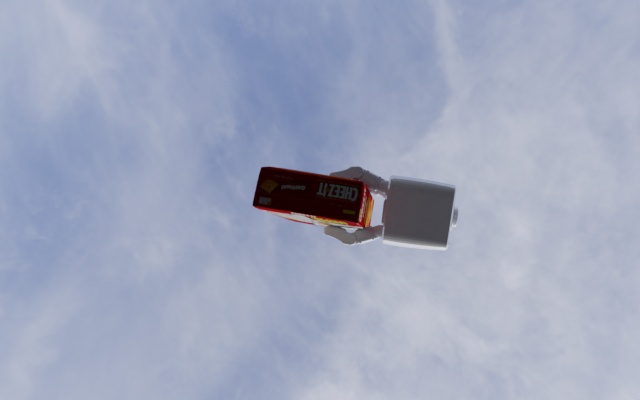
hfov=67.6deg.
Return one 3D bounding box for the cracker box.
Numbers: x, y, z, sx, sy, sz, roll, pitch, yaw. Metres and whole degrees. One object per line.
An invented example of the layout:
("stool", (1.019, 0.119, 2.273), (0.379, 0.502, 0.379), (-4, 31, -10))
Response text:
("cracker box", (0.000, 0.003, 0.804), (0.164, 0.072, 0.214), (9, -6, 11))
